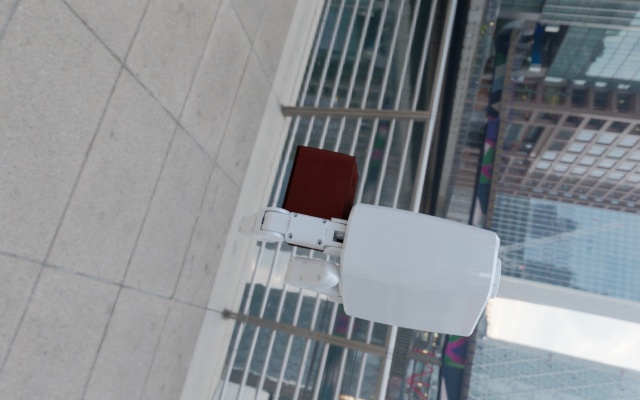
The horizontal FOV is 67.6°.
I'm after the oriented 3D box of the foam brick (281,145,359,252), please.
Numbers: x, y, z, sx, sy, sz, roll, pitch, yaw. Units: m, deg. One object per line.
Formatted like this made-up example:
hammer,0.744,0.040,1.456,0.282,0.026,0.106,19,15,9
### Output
foam brick,0.000,0.001,0.409,0.051,0.078,0.053,10,-16,12
